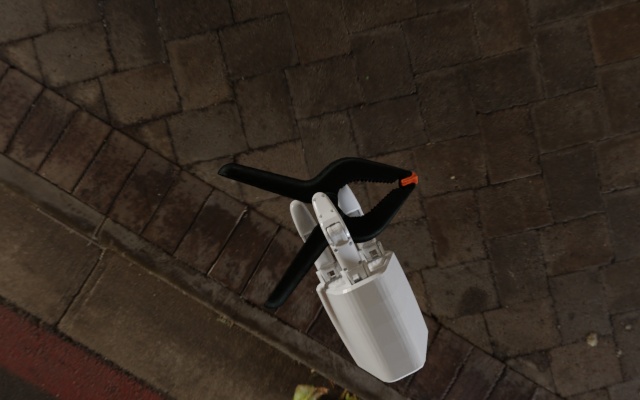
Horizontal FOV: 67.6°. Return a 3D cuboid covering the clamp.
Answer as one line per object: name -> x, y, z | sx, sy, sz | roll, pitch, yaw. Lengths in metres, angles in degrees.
clamp -> 0.001, 0.002, 0.520 | 0.210, 0.164, 0.036 | -26, 0, -1
